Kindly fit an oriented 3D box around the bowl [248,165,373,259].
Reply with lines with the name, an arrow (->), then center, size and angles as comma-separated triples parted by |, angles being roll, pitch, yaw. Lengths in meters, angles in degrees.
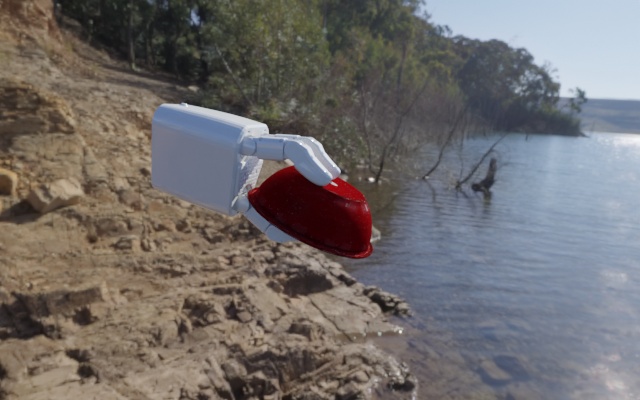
bowl -> 0.001, 0.002, 0.556 | 0.162, 0.055, 0.162 | 25, 14, -7
